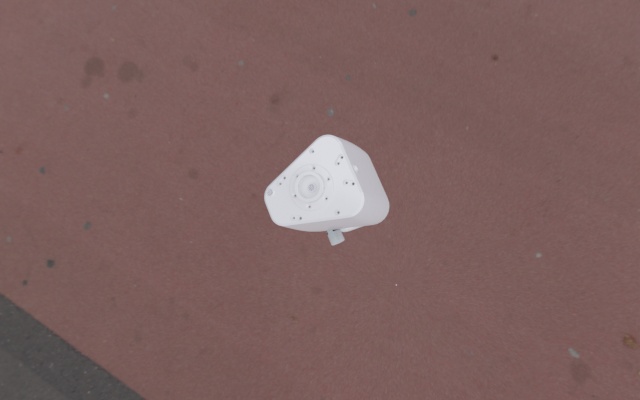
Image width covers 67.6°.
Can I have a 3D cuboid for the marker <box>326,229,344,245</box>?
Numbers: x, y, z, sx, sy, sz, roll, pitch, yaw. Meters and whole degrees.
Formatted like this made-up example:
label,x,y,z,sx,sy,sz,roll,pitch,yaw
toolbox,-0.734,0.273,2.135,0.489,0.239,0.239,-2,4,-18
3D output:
label,x,y,z,sx,sy,sz,roll,pitch,yaw
marker,0.000,0.002,0.647,0.020,0.121,0.020,-22,-12,-5
